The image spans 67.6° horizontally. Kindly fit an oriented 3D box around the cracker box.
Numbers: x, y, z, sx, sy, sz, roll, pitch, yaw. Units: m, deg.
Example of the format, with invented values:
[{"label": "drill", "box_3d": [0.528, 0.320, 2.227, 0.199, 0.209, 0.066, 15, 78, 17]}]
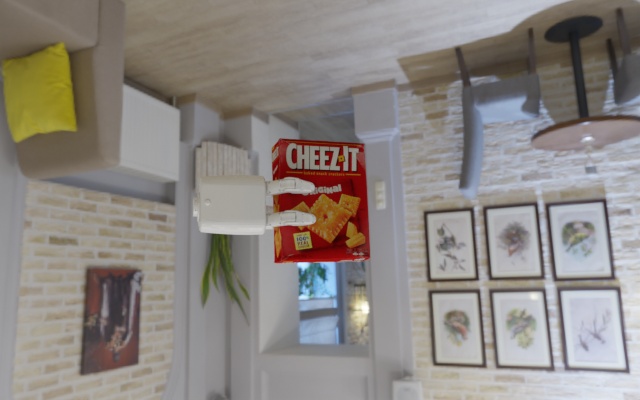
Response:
[{"label": "cracker box", "box_3d": [0.000, 0.003, 0.852, 0.164, 0.213, 0.072, 1, -10, -18]}]
